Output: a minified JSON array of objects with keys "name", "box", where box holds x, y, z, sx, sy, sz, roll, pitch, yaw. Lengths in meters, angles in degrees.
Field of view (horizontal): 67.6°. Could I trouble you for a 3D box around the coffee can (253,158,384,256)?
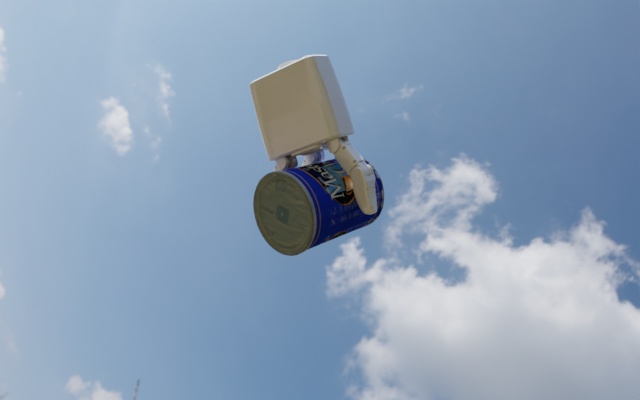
[{"name":"coffee can","box":[0.000,0.002,0.613,0.103,0.103,0.140,0,12,43]}]
